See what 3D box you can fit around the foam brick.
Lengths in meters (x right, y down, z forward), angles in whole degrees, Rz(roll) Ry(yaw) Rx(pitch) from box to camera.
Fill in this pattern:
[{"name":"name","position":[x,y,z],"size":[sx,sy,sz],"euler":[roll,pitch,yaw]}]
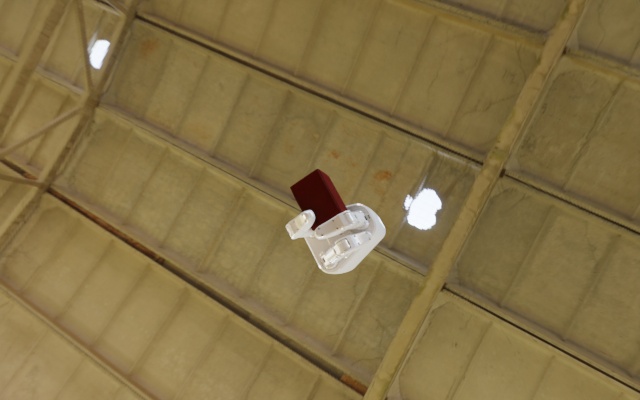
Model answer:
[{"name":"foam brick","position":[0.000,0.002,0.710],"size":[0.053,0.078,0.051],"euler":[-31,-16,13]}]
